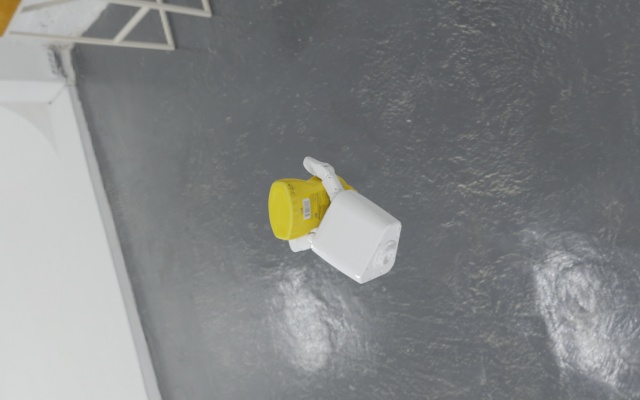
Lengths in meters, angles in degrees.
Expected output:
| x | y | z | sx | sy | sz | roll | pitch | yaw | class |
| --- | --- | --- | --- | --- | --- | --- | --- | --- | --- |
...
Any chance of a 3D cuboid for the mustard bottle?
| x | y | z | sx | sy | sz | roll | pitch | yaw | class |
| --- | --- | --- | --- | --- | --- | --- | --- | --- | --- |
| 0.000 | 0.003 | 0.816 | 0.058 | 0.096 | 0.191 | 4 | 12 | 43 | mustard bottle |
